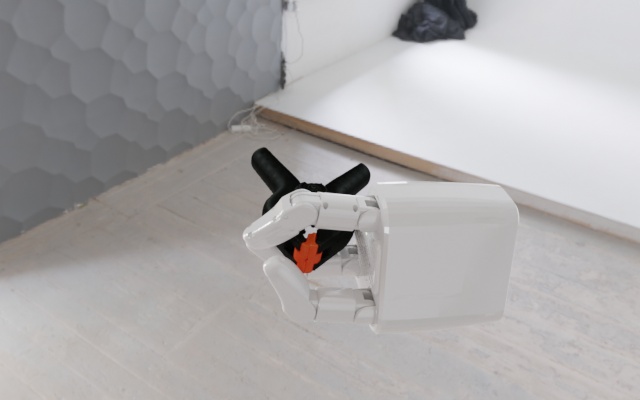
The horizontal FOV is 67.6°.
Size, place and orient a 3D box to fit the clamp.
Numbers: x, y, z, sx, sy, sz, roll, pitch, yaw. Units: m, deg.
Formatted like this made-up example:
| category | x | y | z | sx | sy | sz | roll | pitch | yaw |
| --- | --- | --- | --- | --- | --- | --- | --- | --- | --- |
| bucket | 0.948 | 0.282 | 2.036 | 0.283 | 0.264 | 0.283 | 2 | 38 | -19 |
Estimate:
| category | x | y | z | sx | sy | sz | roll | pitch | yaw |
| --- | --- | --- | --- | --- | --- | --- | --- | --- | --- |
| clamp | 0.000 | 0.001 | 0.427 | 0.120 | 0.039 | 0.171 | -1 | 34 | -9 |
